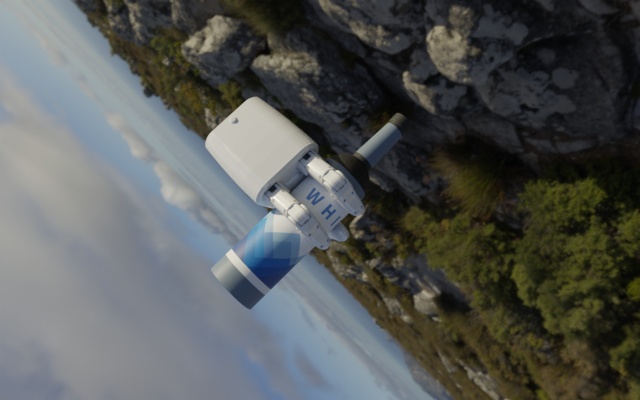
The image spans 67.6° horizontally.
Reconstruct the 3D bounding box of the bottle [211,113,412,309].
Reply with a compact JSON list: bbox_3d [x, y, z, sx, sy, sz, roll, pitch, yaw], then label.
[{"bbox_3d":[0.000,0.002,0.576,0.295,0.069,0.069,-44,8,-8],"label":"bottle"}]
